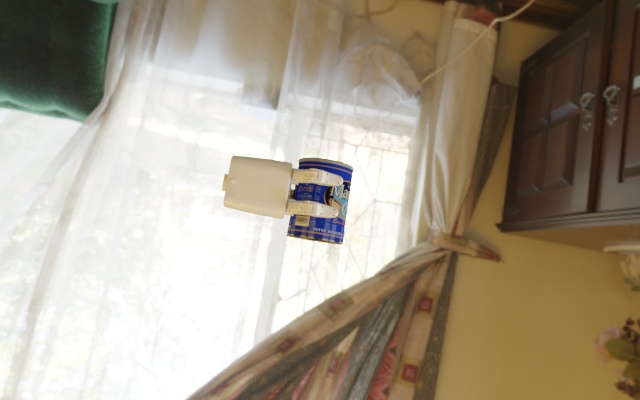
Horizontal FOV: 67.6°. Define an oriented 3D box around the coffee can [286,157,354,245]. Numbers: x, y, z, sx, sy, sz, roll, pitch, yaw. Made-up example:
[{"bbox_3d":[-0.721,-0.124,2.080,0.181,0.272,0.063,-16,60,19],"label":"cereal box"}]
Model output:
[{"bbox_3d":[0.000,0.003,0.857,0.103,0.140,0.103,9,-7,1],"label":"coffee can"}]
